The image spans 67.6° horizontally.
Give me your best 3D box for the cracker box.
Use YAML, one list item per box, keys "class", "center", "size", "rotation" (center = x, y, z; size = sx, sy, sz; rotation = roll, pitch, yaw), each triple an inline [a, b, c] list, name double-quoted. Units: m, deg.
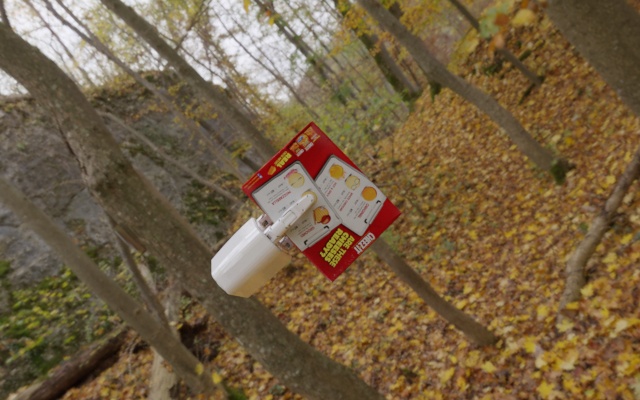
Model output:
- class: "cracker box"
  center: [0.000, 0.002, 0.800]
  size: [0.164, 0.213, 0.072]
  rotation: [-44, -1, -4]
